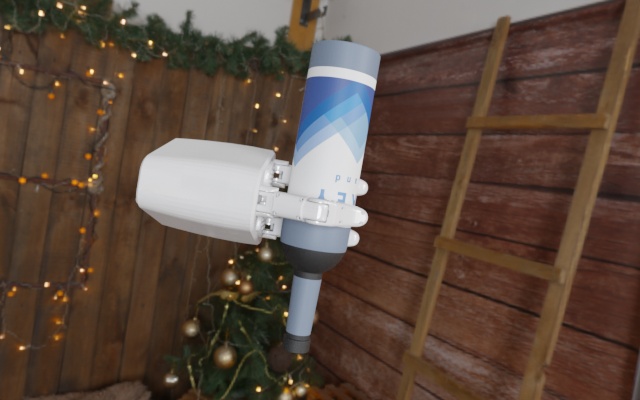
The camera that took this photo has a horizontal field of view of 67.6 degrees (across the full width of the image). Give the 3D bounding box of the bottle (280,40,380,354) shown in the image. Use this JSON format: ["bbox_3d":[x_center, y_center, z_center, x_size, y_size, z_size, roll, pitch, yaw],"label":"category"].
[{"bbox_3d":[0.000,0.001,0.465,0.069,0.296,0.069,10,2,0],"label":"bottle"}]
